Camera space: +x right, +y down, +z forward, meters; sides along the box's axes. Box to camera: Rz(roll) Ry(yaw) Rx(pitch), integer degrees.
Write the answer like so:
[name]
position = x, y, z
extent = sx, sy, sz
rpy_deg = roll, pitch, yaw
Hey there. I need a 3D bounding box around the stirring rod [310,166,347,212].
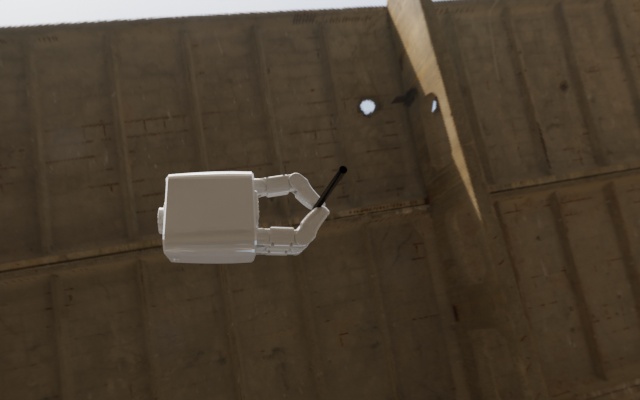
[stirring rod]
position = 0.000, 0.002, 0.577
extent = 0.011, 0.011, 0.239
rpy_deg = 0, -15, -11
